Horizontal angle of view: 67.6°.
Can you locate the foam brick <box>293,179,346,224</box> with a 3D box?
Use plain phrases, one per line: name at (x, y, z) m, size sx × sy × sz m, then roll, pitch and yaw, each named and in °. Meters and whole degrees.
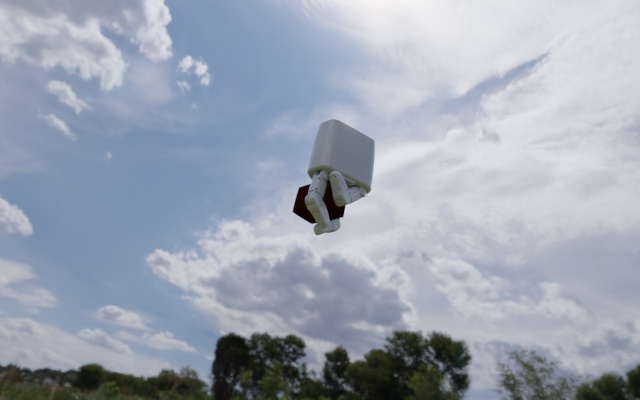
foam brick at (0.000, 0.003, 0.833) m, size 0.078 × 0.051 × 0.053 m, roll -14°, pitch -37°, yaw 38°
